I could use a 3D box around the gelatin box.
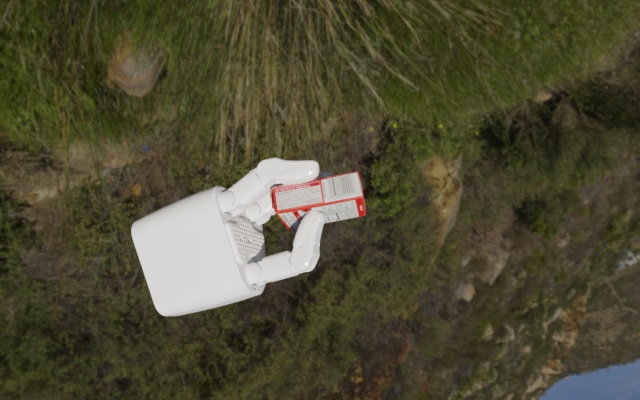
[{"bbox_3d":[0.000,0.002,0.491,0.089,0.030,0.073,-11,-17,5],"label":"gelatin box"}]
